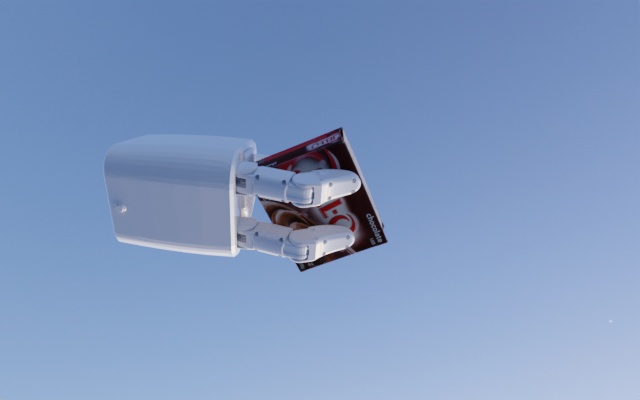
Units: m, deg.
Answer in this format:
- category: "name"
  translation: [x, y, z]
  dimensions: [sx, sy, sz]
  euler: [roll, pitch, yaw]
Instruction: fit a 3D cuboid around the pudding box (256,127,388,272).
- category: "pudding box"
  translation: [0.000, 0.001, 0.435]
  dimensions: [0.090, 0.113, 0.039]
  euler: [-20, 29, 13]
